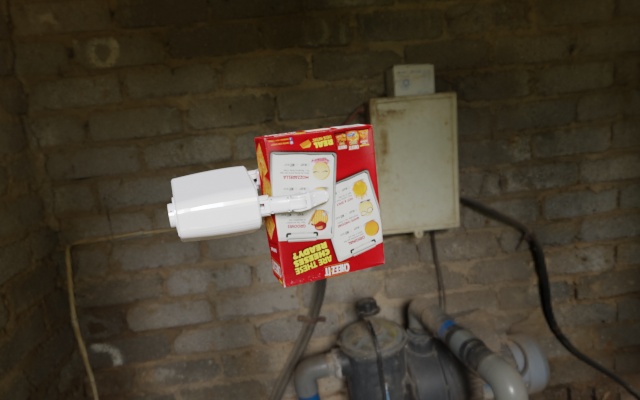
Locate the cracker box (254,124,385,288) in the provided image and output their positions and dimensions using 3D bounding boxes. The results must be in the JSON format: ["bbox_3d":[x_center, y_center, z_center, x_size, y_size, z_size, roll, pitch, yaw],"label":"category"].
[{"bbox_3d":[0.000,0.002,0.709,0.164,0.214,0.072,-10,12,-18],"label":"cracker box"}]
